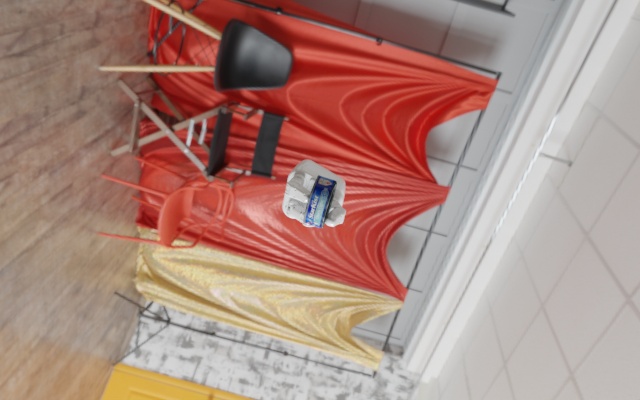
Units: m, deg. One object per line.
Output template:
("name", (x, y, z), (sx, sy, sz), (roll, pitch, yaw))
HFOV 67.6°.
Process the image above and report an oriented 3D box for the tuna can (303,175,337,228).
("tuna can", (0.001, 0.003, 0.806), (0.034, 0.086, 0.086), (17, 1, 5))
